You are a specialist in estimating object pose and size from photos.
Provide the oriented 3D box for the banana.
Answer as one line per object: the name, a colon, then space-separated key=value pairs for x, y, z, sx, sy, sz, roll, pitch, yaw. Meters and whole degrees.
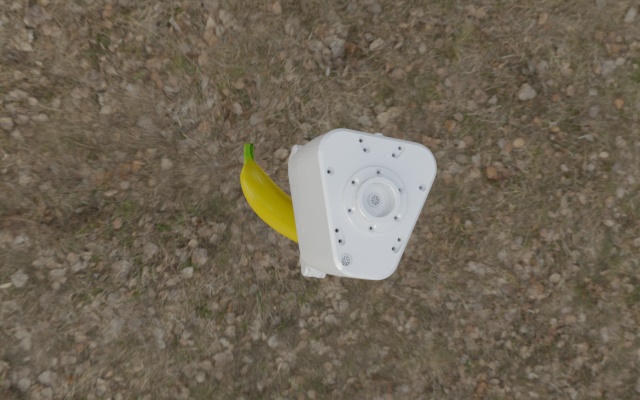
banana: x=-0.012 y=0.015 z=0.516 sx=0.198 sy=0.069 sz=0.037 roll=34 pitch=-17 yaw=-8
